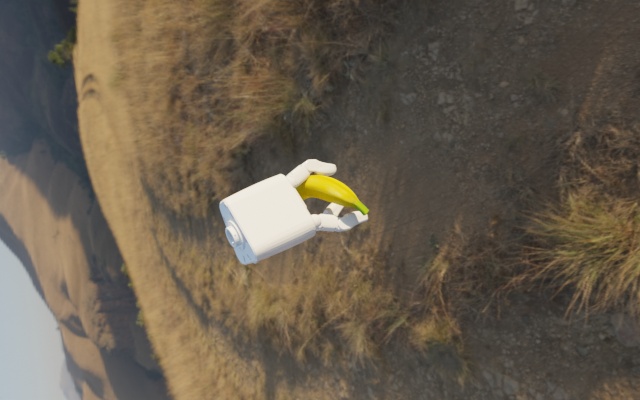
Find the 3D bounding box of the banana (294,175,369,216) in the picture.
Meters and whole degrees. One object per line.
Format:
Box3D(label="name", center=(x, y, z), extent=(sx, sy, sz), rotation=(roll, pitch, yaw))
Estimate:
Box3D(label="banana", center=(-0.005, -0.012, 0.792), extent=(0.037, 0.070, 0.198), rotation=(-38, 28, -25))
